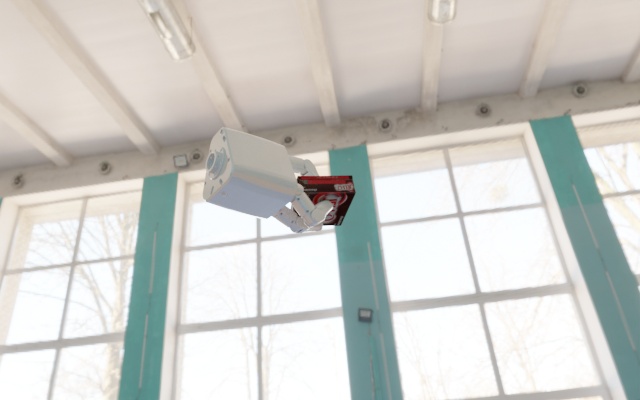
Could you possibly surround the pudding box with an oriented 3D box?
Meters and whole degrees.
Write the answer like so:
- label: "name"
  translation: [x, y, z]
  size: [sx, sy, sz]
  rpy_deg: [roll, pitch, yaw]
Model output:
- label: "pudding box"
  translation: [0.000, 0.002, 0.775]
  size: [0.090, 0.039, 0.113]
  rpy_deg: [0, -28, -12]
